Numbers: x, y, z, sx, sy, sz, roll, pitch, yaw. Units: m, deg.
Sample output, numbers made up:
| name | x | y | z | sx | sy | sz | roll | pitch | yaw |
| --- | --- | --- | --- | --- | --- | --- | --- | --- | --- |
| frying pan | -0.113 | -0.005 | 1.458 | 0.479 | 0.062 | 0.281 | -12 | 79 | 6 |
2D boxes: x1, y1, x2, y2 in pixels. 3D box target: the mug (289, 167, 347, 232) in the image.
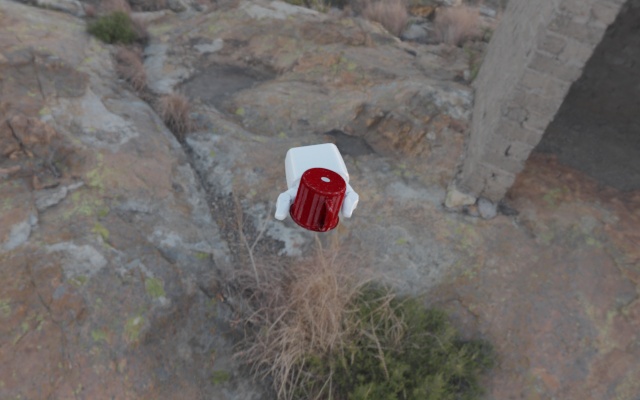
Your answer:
| name | x | y | z | sx | sy | sz | roll | pitch | yaw |
| --- | --- | --- | --- | --- | --- | --- | --- | --- | --- |
| mug | 0.000 | 0.003 | 0.832 | 0.093 | 0.081 | 0.117 | 4 | 38 | -17 |
